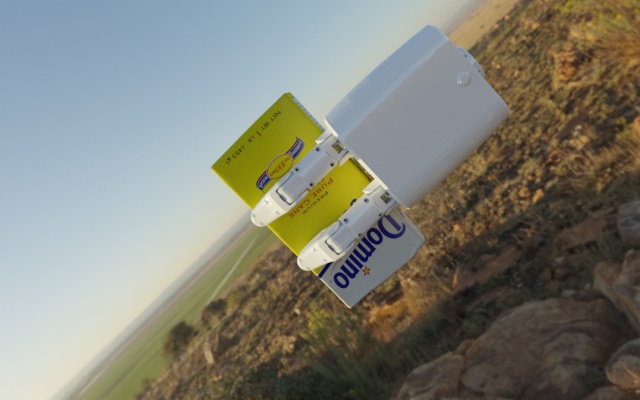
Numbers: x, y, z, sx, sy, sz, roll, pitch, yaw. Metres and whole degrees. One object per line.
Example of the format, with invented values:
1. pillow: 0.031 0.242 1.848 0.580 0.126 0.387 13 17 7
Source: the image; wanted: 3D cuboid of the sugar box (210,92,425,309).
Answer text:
1. sugar box: 0.000 0.001 0.420 0.093 0.176 0.048 -43 6 11
